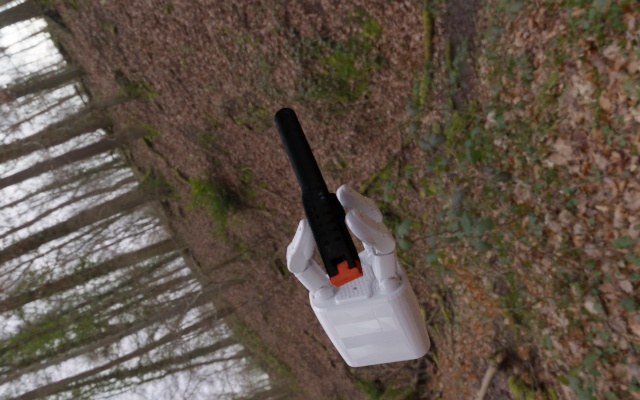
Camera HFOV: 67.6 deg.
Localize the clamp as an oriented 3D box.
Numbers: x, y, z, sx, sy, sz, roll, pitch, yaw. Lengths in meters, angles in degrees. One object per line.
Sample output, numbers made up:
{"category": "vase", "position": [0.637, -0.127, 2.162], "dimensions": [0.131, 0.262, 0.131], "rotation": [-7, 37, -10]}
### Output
{"category": "clamp", "position": [0.000, 0.002, 0.486], "dimensions": [0.036, 0.165, 0.210], "rotation": [-26, 28, 6]}
